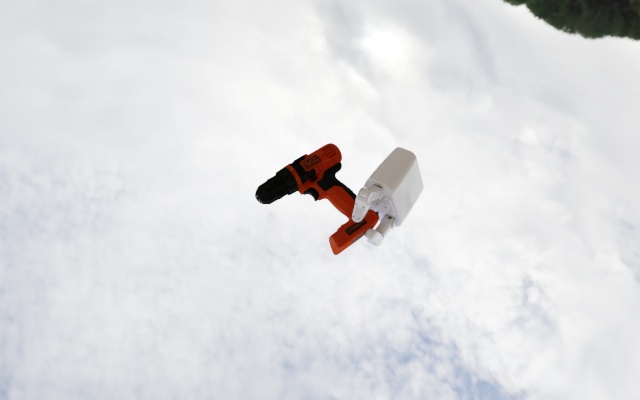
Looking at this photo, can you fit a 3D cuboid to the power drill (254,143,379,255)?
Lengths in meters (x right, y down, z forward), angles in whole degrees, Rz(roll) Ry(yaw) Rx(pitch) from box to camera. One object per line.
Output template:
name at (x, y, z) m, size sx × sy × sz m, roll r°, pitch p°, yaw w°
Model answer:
power drill at (0.001, 0.003, 0.861) m, size 0.184 × 0.187 × 0.057 m, roll -33°, pitch -13°, yaw -17°
